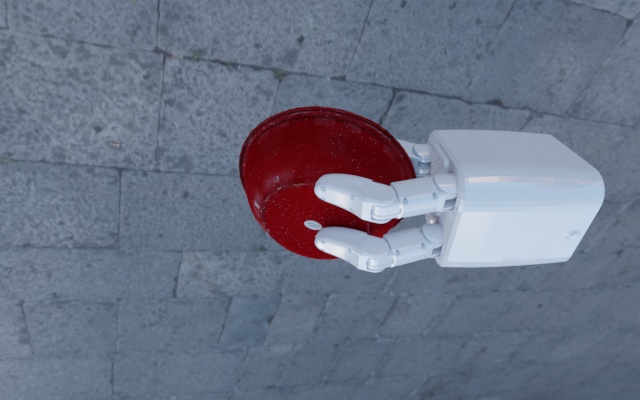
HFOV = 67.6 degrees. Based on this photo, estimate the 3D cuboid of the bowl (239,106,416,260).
[{"bbox_3d":[-0.001,0.002,0.413,0.162,0.162,0.055,0,44,14],"label":"bowl"}]
